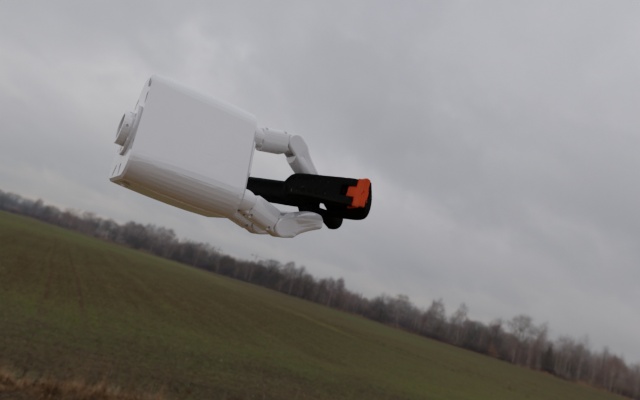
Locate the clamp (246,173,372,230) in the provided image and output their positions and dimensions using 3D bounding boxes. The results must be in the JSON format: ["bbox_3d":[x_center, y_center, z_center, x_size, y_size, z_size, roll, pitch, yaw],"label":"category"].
[{"bbox_3d":[0.000,0.001,0.528,0.164,0.036,0.210,20,-12,-30],"label":"clamp"}]
